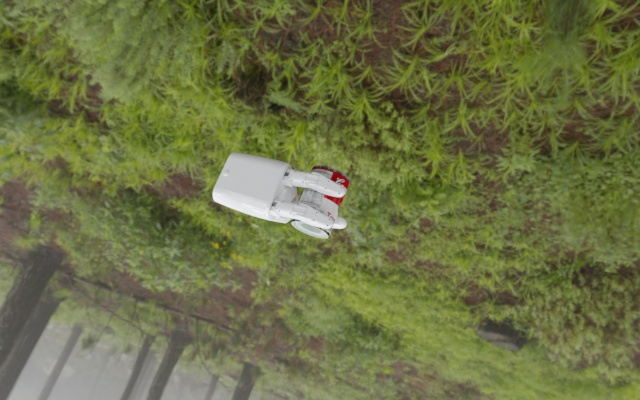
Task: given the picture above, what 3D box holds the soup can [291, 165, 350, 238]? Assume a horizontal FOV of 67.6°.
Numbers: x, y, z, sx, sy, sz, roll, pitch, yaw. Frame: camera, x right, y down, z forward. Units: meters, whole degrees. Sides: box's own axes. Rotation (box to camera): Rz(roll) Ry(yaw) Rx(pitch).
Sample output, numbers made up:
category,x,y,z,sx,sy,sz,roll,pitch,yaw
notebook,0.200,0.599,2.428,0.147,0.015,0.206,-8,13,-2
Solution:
category,x,y,z,sx,sy,sz,roll,pitch,yaw
soup can,0.001,0.003,0.784,0.068,0.102,0.068,19,-18,7
